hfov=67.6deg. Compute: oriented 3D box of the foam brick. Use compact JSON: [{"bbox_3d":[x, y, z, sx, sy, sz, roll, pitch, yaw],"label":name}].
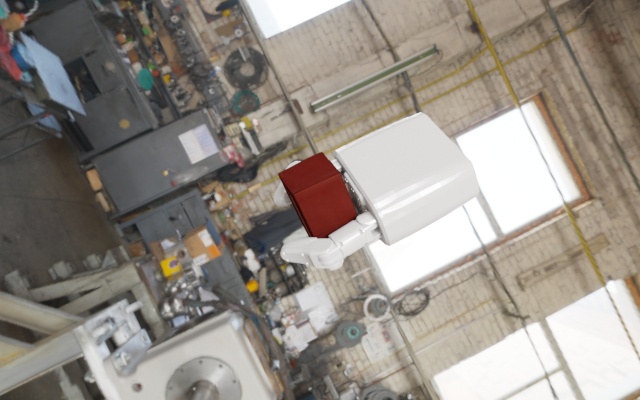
[{"bbox_3d":[0.000,0.001,0.473,0.051,0.078,0.053,-27,34,-5],"label":"foam brick"}]
